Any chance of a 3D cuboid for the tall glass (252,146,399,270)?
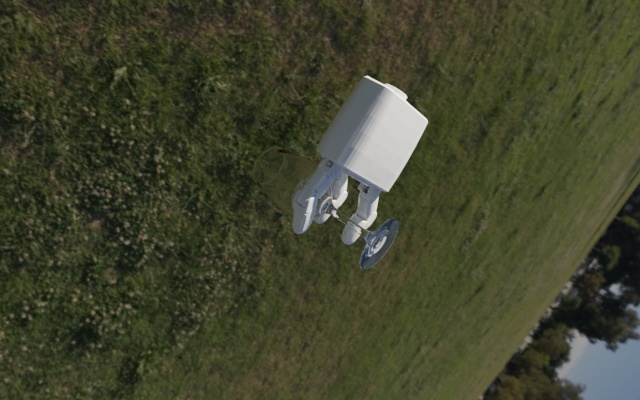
[{"bbox_3d":[0.000,0.003,0.621,0.201,0.079,0.079,35,18,27],"label":"tall glass"}]
